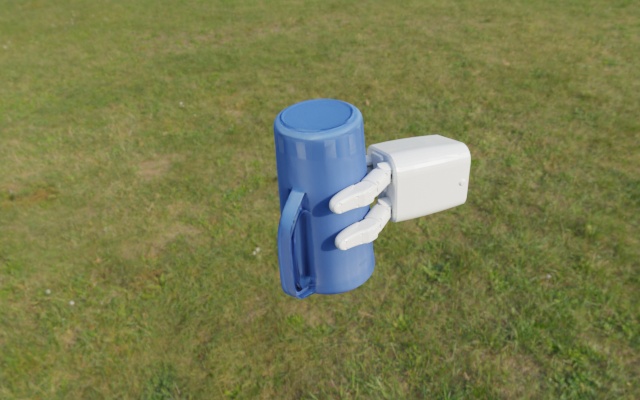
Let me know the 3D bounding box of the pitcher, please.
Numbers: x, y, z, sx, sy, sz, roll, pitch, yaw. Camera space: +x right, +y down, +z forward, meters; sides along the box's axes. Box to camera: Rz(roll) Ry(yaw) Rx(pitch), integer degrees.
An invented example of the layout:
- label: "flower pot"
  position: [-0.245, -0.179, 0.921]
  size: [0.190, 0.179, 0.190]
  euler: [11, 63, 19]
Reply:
- label: "pitcher"
  position: [0.000, 0.002, 0.628]
  size: [0.145, 0.243, 0.149]
  euler: [-12, 35, -9]
